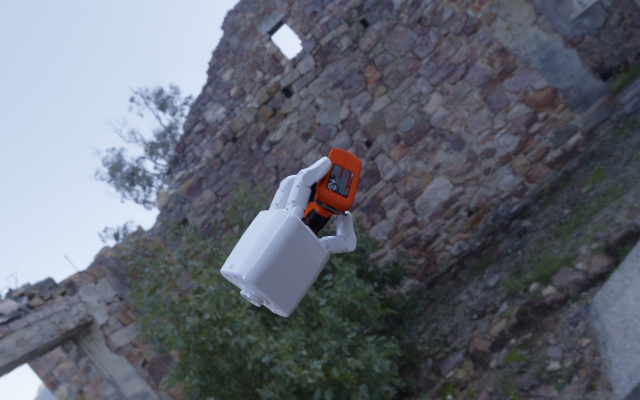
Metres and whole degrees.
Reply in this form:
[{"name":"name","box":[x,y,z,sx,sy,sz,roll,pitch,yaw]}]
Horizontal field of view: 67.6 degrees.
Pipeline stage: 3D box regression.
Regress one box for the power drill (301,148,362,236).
[{"name":"power drill","box":[0.000,0.002,0.763,0.057,0.184,0.188,23,-39,-9]}]
